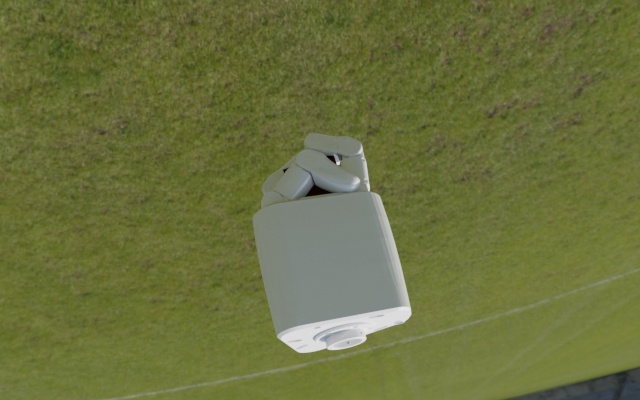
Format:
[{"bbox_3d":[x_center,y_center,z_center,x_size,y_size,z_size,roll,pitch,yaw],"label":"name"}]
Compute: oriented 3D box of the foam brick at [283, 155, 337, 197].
[{"bbox_3d":[0.000,0.002,0.469,0.053,0.051,0.078,-16,-28,4],"label":"foam brick"}]
